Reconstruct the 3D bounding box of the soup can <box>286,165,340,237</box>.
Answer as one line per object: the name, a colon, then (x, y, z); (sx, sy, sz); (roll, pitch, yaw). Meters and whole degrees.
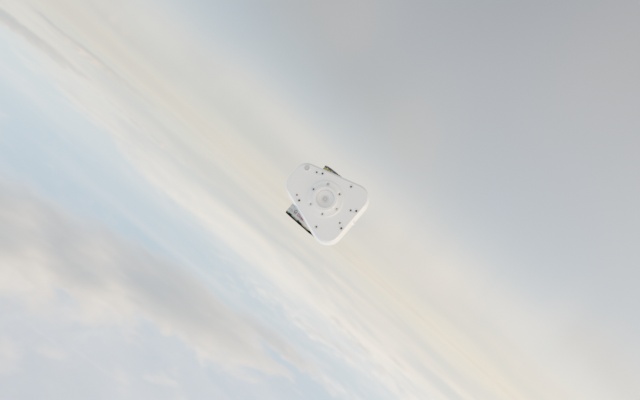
soup can: (0.000, 0.003, 0.784); (0.068, 0.102, 0.068); (41, -3, 2)
